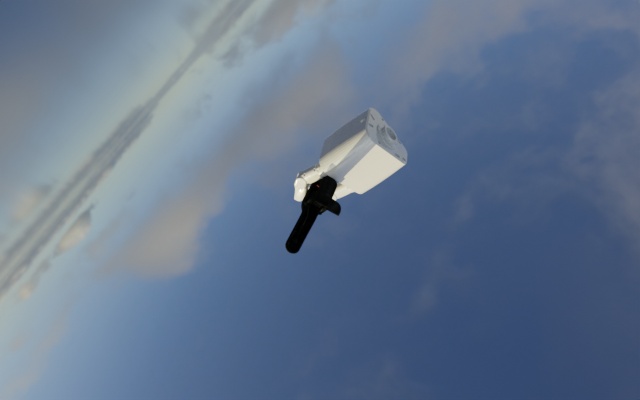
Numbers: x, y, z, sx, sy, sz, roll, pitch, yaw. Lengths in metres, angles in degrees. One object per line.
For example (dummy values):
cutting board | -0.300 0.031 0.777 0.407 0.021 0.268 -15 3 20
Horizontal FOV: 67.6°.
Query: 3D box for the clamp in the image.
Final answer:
clamp | 0.001 0.003 0.792 0.039 0.171 0.120 41 -53 -22
